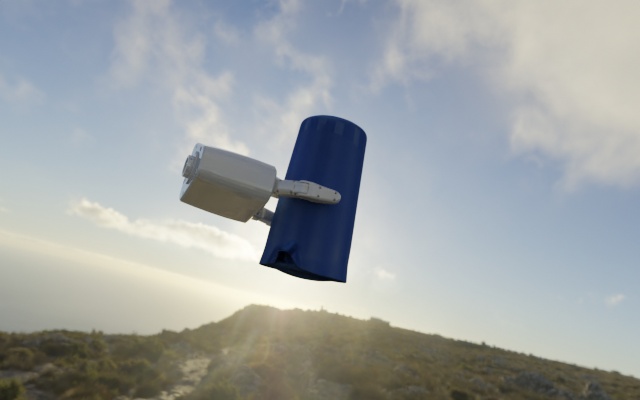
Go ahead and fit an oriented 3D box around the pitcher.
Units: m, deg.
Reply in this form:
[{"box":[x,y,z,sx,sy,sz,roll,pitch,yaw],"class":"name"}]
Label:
[{"box":[0.000,0.002,0.740,0.145,0.242,0.149,18,-13,-21],"class":"pitcher"}]
